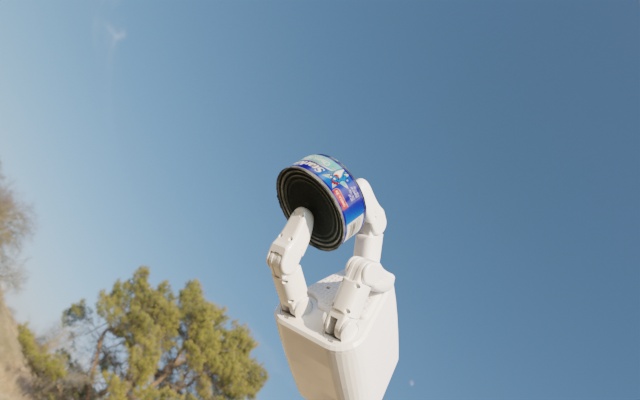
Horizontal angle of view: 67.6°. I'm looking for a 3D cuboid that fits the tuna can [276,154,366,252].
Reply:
[{"bbox_3d":[0.000,0.001,0.435,0.033,0.086,0.086,-34,20,-33],"label":"tuna can"}]
